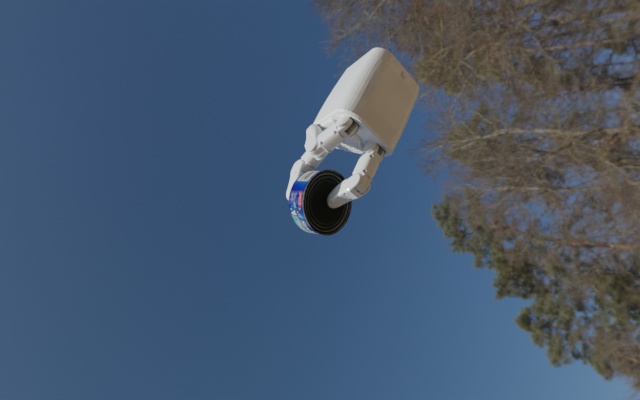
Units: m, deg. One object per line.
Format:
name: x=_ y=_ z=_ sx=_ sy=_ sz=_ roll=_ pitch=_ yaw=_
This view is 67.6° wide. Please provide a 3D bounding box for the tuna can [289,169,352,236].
tuna can: x=0.000 y=0.002 z=0.630 sx=0.086 sy=0.086 sz=0.034 roll=0 pitch=2 yaw=-42
